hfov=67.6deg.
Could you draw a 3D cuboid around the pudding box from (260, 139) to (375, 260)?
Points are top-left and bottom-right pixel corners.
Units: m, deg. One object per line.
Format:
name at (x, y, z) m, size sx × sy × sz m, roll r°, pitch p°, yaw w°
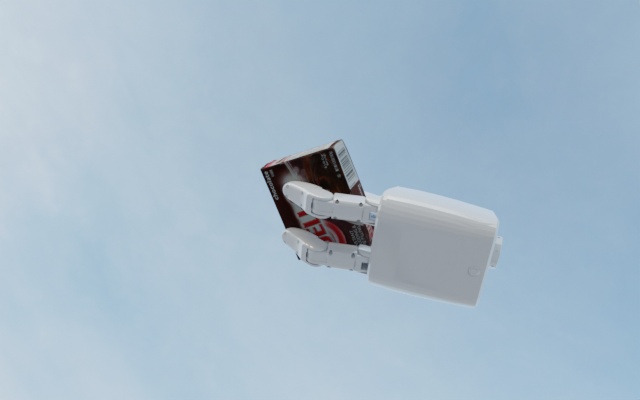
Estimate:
pudding box at (0.000, 0.002, 0.503) m, size 0.090 × 0.113 × 0.039 m, roll -15°, pitch 13°, yaw 27°
